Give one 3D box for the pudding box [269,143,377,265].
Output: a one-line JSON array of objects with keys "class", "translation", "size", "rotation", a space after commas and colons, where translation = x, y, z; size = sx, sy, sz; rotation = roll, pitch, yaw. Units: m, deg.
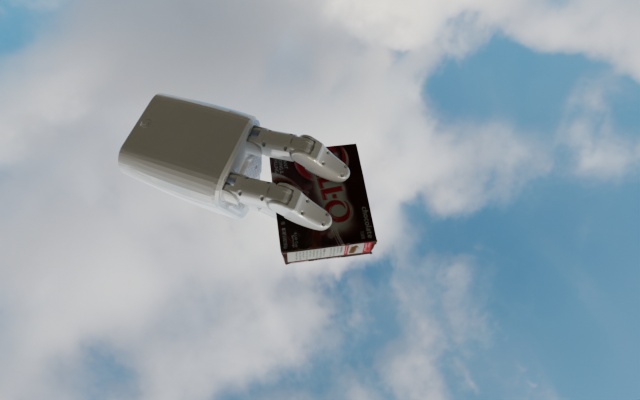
[{"class": "pudding box", "translation": [0.000, 0.002, 0.470], "size": [0.090, 0.113, 0.039], "rotation": [-7, -25, -5]}]
